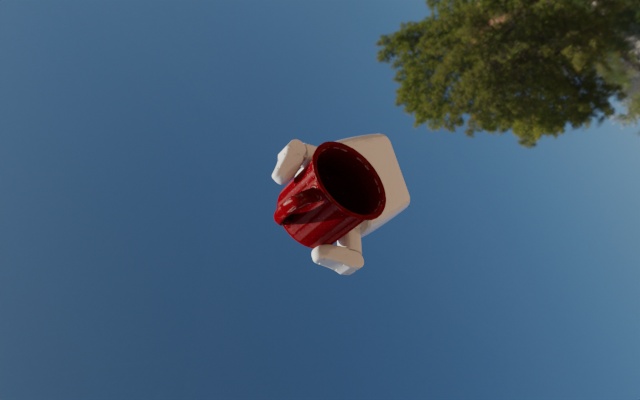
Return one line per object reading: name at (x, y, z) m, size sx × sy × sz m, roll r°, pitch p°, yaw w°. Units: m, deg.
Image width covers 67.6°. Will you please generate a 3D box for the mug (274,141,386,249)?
mug at (-0.001, 0.002, 0.493) m, size 0.117 × 0.093 × 0.081 m, roll -20°, pitch -16°, yaw -48°
